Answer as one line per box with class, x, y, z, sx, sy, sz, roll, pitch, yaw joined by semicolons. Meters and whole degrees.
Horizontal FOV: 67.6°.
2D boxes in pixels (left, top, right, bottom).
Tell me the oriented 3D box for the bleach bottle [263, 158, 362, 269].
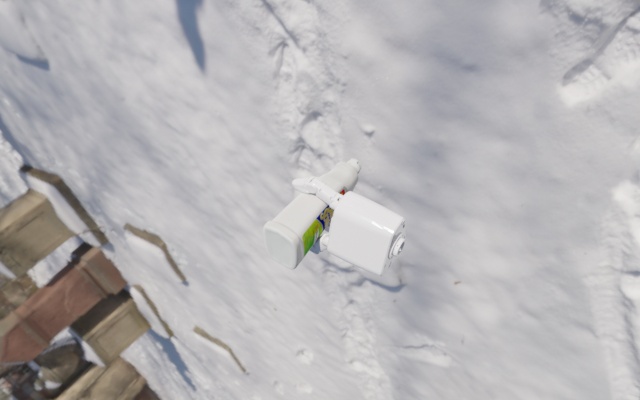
bleach bottle;0.000;0.003;0.856;0.068;0.103;0.250;26;54;21
